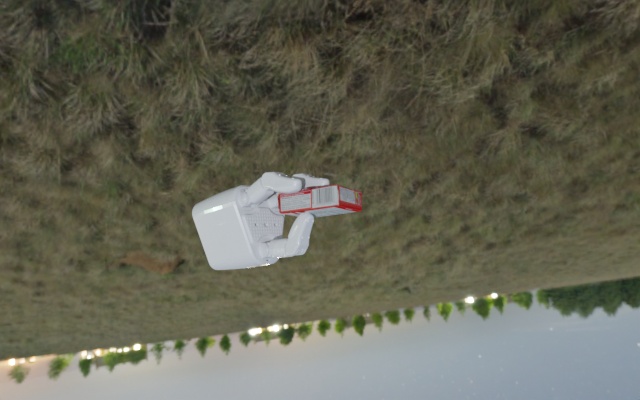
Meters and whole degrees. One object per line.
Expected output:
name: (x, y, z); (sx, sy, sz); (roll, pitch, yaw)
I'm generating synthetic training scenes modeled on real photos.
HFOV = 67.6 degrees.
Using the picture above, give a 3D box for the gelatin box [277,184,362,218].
gelatin box: (0.000, 0.002, 0.626); (0.089, 0.030, 0.073); (-8, -10, 27)
